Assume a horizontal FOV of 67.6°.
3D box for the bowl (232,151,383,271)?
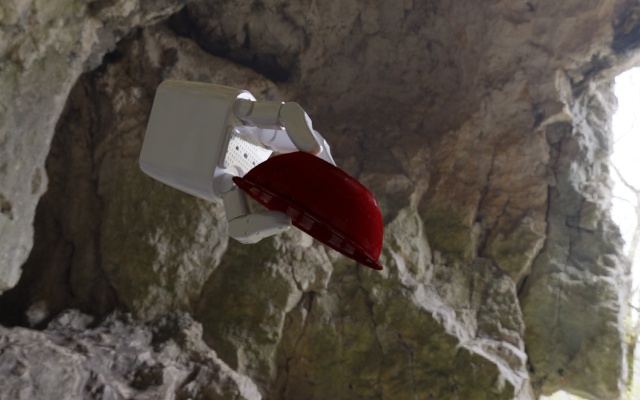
[{"bbox_3d":[0.001,0.002,0.446,0.162,0.055,0.162,31,-8,5],"label":"bowl"}]
